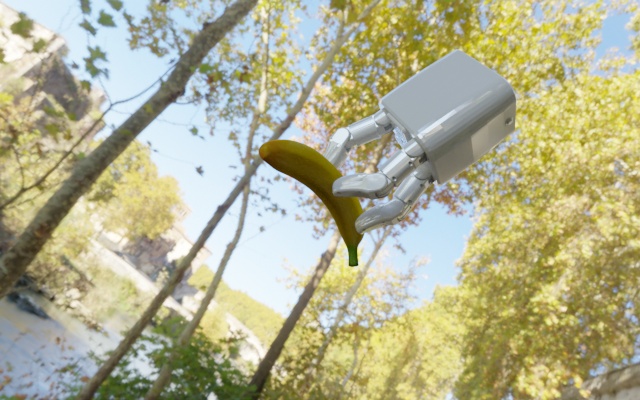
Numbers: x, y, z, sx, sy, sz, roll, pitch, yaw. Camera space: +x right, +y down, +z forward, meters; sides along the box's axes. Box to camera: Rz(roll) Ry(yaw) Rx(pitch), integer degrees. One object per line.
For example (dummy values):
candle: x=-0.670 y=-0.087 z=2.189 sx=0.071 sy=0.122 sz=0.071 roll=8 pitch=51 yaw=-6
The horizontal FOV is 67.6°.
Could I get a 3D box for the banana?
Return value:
banana: x=0.004 y=-0.010 z=0.517 sx=0.037 sy=0.069 sz=0.198 roll=-18 pitch=-49 yaw=27
